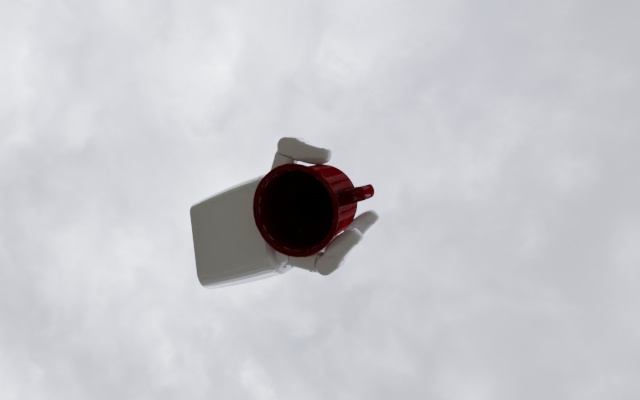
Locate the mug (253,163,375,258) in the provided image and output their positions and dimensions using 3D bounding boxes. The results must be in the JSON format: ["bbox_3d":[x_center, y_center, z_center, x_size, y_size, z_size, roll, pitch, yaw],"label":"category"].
[{"bbox_3d":[0.001,0.001,0.495,0.117,0.093,0.081,-17,1,24],"label":"mug"}]
